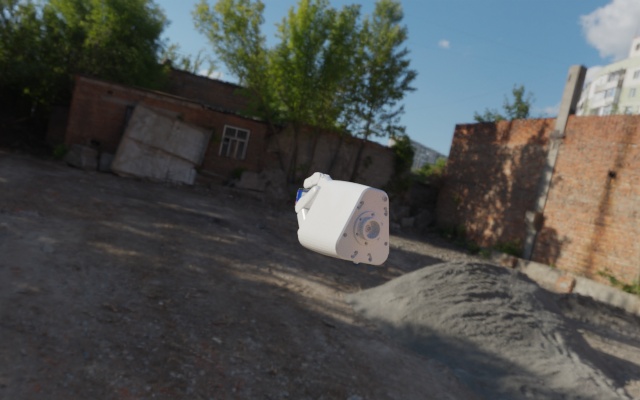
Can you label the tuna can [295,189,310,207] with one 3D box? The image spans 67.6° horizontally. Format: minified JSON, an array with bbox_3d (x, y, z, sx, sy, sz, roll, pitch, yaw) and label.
[{"bbox_3d":[0.000,0.002,0.828,0.086,0.034,0.086,9,-2,0],"label":"tuna can"}]
